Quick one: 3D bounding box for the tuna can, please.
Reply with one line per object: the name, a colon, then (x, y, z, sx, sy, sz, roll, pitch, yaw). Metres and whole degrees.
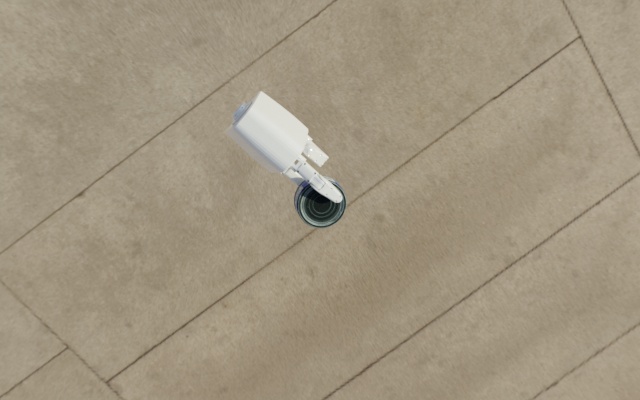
tuna can: (0.000, 0.003, 0.800, 0.086, 0.086, 0.033, 0, 16, -12)
